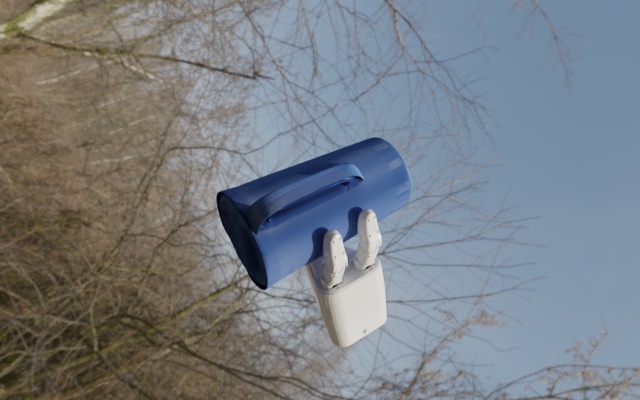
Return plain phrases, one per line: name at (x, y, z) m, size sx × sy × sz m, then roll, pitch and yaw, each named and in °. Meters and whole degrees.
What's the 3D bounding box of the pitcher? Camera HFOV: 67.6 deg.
pitcher at (0.000, 0.002, 0.619) m, size 0.243 × 0.145 × 0.149 m, roll -26°, pitch 30°, yaw -23°
